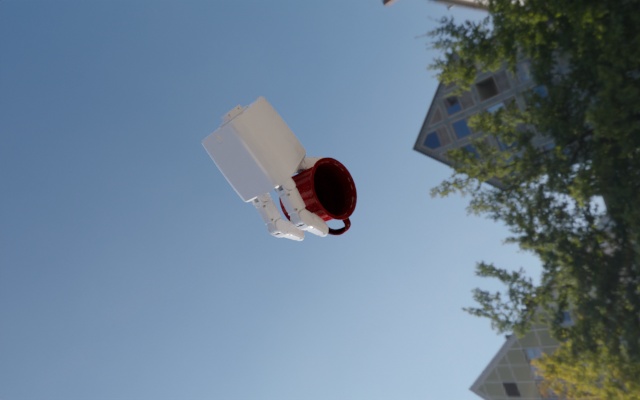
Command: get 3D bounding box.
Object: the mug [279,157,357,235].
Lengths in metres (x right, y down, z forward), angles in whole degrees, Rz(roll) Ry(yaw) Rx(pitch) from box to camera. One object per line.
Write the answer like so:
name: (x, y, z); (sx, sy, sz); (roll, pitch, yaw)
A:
mug: (0.001, 0.003, 0.709); (0.081, 0.117, 0.093); (-21, 20, 43)
